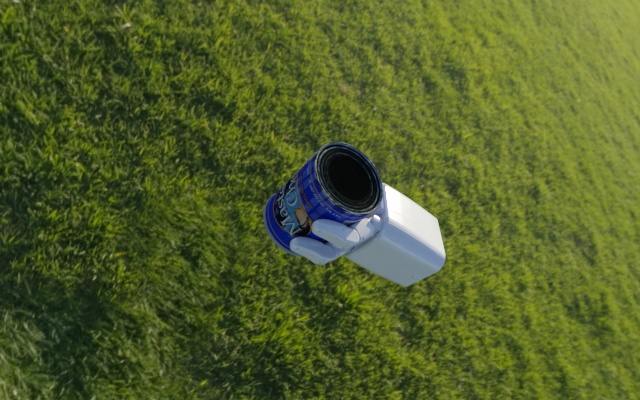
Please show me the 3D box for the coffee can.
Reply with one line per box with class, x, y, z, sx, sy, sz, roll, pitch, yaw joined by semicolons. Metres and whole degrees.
coffee can;0.000;0.002;0.636;0.103;0.102;0.140;0;-26;-36
